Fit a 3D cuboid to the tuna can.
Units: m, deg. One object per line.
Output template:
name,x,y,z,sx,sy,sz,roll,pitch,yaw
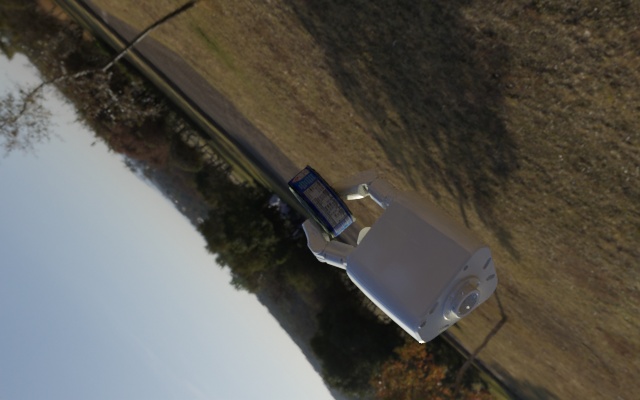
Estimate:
tuna can,0.000,0.002,0.555,0.034,0.086,0.086,-41,4,-5
